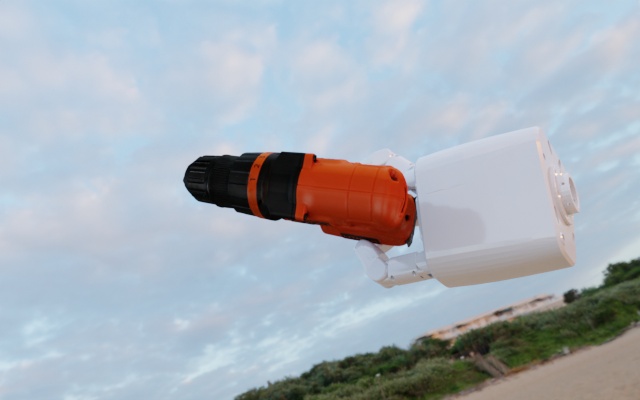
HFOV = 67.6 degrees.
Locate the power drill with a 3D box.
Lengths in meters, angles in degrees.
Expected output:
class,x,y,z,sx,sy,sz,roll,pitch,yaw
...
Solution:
class,x,y,z,sx,sy,sz,roll,pitch,yaw
power drill,0.001,0.001,0.423,0.184,0.057,0.188,8,-4,24
